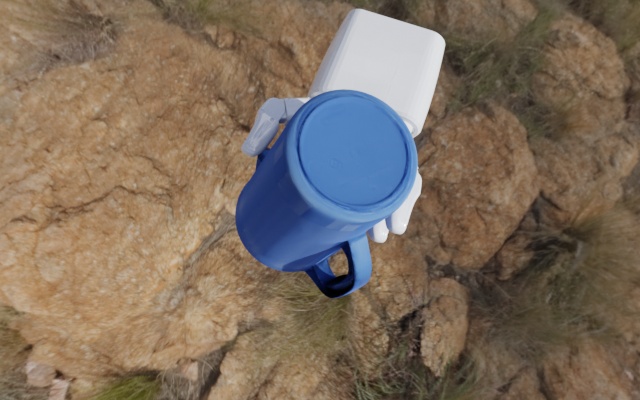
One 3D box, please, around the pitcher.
[{"bbox_3d":[0.000,0.001,0.465,0.149,0.145,0.243,23,-19,-9],"label":"pitcher"}]
